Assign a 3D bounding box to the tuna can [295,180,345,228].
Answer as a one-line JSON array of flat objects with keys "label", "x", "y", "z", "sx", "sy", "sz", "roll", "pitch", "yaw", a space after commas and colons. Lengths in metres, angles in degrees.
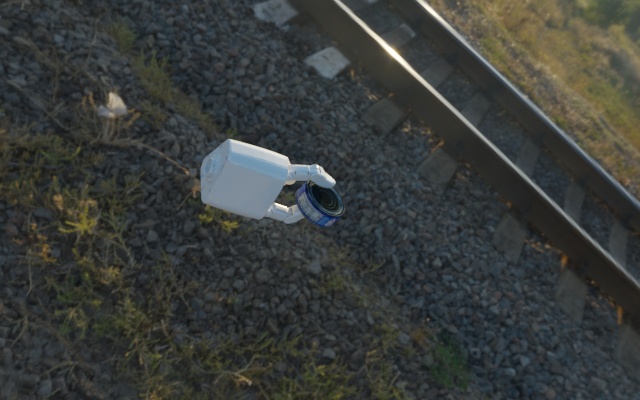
[{"label": "tuna can", "x": 0.001, "y": 0.002, "z": 0.827, "sx": 0.086, "sy": 0.086, "sz": 0.034, "roll": 0, "pitch": -35, "yaw": -49}]
